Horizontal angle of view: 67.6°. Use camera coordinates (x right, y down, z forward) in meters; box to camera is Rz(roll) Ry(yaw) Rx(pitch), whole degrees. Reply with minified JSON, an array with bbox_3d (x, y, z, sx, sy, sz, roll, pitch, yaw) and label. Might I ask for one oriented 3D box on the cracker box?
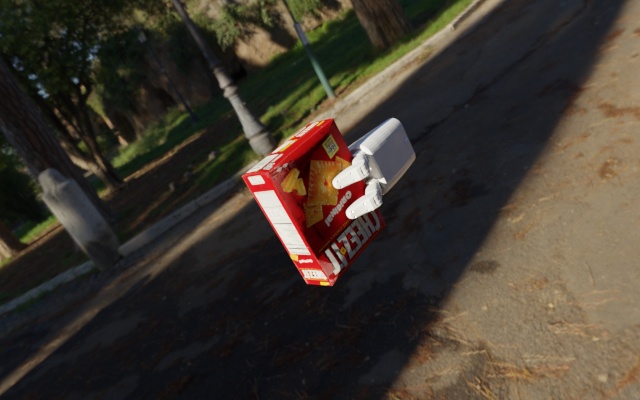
[{"bbox_3d":[0.000,0.002,0.764,0.072,0.214,0.164,-4,32,49],"label":"cracker box"}]
